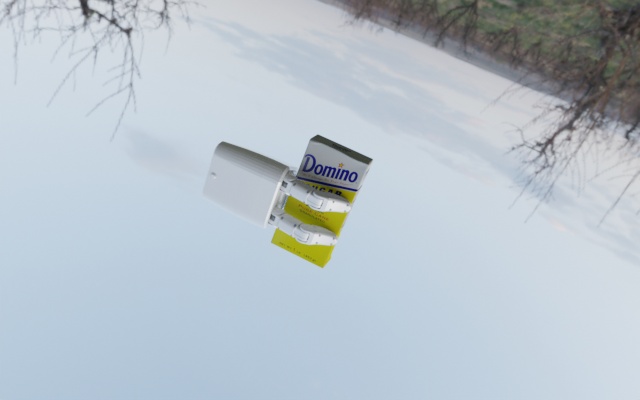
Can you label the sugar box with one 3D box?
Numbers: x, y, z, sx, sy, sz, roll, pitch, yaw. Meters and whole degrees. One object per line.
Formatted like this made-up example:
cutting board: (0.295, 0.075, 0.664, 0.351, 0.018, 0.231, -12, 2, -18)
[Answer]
sugar box: (0.000, 0.002, 0.702, 0.093, 0.176, 0.048, 25, 23, 8)
